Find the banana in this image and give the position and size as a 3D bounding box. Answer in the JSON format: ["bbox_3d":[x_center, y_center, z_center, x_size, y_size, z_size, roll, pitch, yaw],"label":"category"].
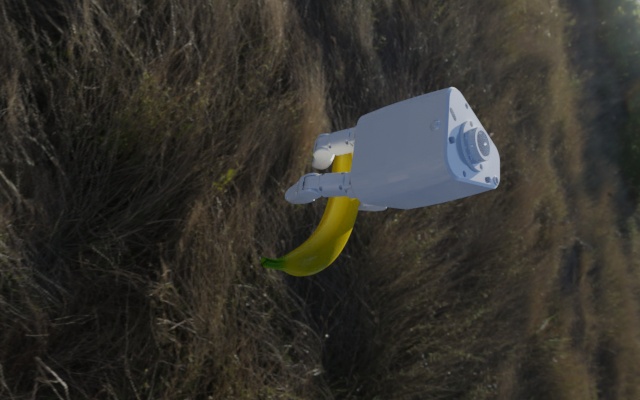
[{"bbox_3d":[0.010,0.017,0.548,0.037,0.070,0.197,-16,33,46],"label":"banana"}]
